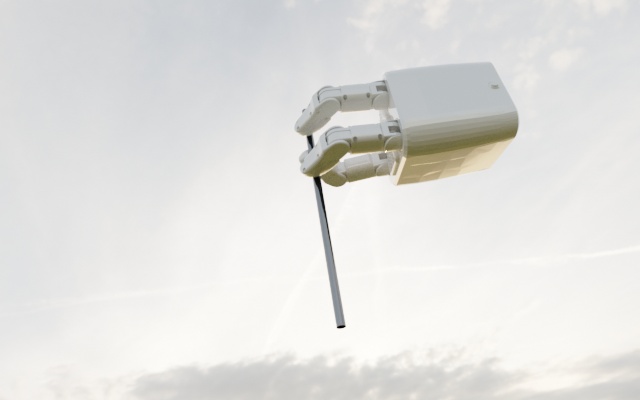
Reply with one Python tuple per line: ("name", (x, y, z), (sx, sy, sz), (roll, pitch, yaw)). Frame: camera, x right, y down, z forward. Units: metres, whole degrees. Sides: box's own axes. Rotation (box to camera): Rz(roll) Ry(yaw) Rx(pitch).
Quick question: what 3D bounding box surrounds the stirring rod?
("stirring rod", (0.000, 0.002, 0.439), (0.011, 0.239, 0.011), (-6, -36, -4))
